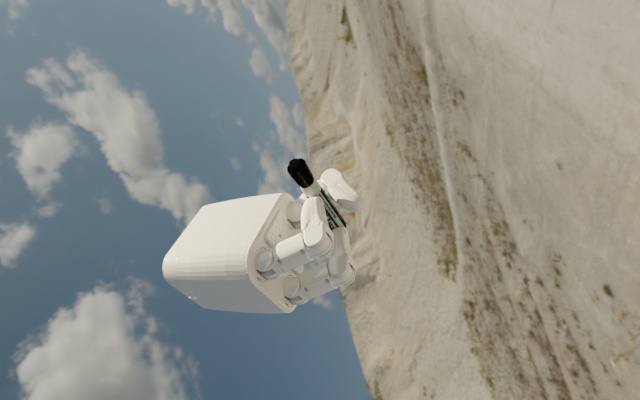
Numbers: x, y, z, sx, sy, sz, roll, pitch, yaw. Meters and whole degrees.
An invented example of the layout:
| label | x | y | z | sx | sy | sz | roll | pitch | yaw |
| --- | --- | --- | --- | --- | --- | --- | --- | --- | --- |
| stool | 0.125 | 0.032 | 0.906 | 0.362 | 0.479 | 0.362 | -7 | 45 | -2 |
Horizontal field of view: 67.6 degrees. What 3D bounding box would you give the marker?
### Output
| label | x | y | z | sx | sy | sz | roll | pitch | yaw |
| --- | --- | --- | --- | --- | --- | --- | --- | --- | --- |
| marker | 0.000 | 0.002 | 0.463 | 0.020 | 0.020 | 0.121 | 0 | -36 | 30 |
